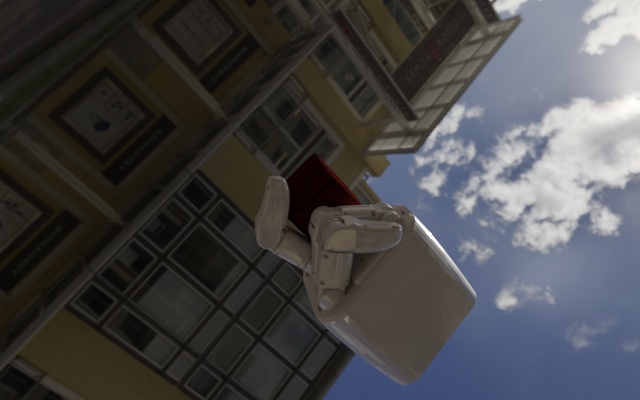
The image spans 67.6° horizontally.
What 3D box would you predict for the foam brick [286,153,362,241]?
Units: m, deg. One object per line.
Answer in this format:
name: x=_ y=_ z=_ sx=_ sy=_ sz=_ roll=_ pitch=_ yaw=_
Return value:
foam brick: x=0.000 y=0.001 z=0.431 sx=0.051 sy=0.053 sz=0.078 roll=44 pitch=7 yaw=-23
